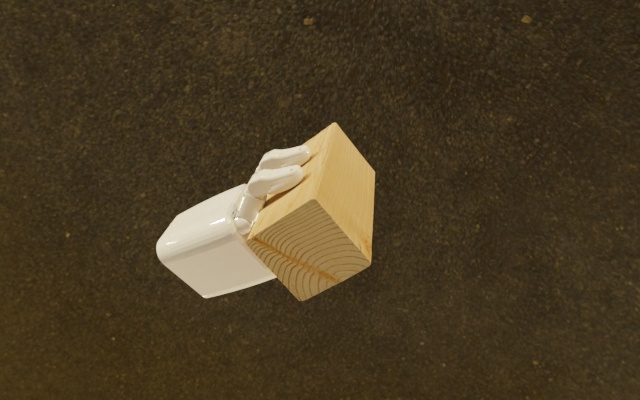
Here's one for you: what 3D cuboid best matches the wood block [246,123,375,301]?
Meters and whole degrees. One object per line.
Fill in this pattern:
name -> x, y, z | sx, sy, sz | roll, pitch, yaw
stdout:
wood block -> 0.000, 0.002, 0.544 | 0.090, 0.091, 0.206 | -32, 20, 22
